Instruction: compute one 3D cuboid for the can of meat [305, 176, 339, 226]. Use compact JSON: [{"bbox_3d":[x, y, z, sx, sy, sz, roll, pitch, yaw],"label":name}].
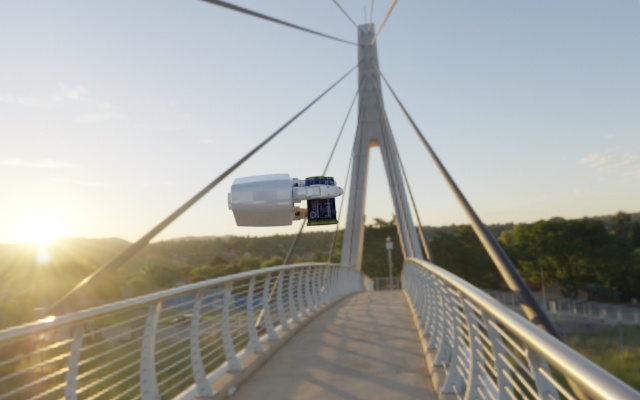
[{"bbox_3d":[0.000,0.003,0.868,0.057,0.084,0.102,-4,-5,-1],"label":"can of meat"}]
